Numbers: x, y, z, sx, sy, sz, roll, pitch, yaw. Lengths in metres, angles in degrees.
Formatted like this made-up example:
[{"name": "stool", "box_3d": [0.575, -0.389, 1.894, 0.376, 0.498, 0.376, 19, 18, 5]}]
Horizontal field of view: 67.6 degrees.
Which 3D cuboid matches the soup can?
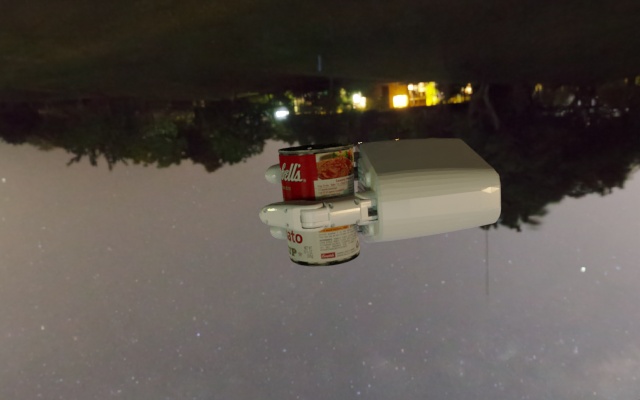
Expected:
[{"name": "soup can", "box_3d": [0.000, 0.002, 0.435, 0.068, 0.102, 0.068, -5, 11, 1]}]
